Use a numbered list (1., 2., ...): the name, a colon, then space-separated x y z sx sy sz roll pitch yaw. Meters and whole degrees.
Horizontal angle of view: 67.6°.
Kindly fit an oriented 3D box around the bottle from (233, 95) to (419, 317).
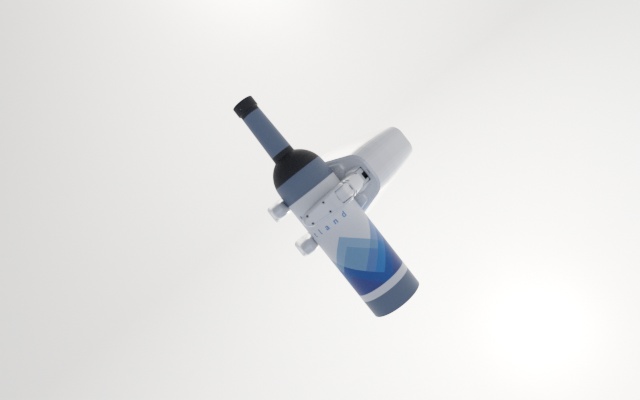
1. bottle: 0.000 0.002 0.560 0.069 0.296 0.069 -38 3 2
